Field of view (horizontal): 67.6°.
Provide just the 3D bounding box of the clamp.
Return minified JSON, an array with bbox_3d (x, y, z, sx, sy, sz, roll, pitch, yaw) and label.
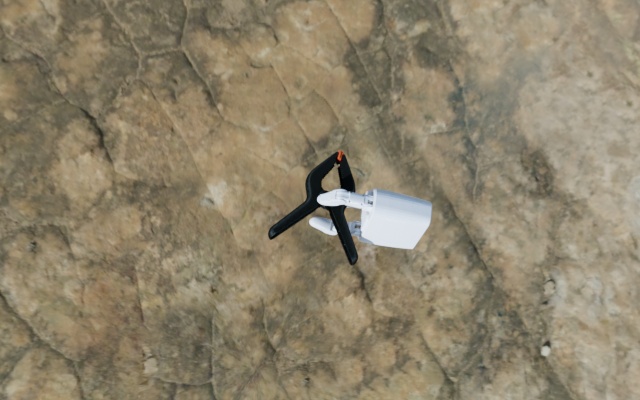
[{"bbox_3d":[0.001,0.002,0.871,0.164,0.210,0.036,12,-20,-7],"label":"clamp"}]
